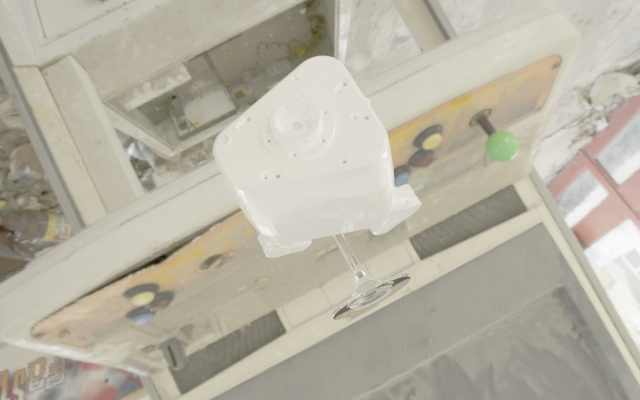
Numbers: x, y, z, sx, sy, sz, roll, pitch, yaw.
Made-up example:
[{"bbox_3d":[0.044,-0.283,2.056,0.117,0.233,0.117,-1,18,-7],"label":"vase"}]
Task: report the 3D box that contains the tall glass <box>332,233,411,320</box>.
[{"bbox_3d":[0.000,0.002,0.439,0.079,0.201,0.079,-24,-24,-11],"label":"tall glass"}]
